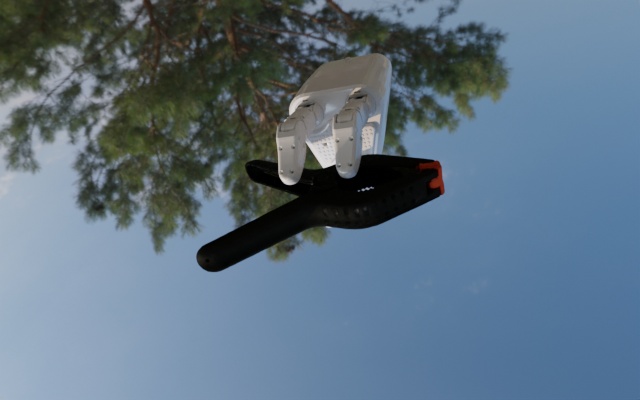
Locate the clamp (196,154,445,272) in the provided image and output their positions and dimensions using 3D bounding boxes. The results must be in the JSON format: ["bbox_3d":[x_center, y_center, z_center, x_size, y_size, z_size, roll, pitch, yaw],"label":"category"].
[{"bbox_3d":[0.001,0.002,0.422,0.210,0.036,0.164,-5,33,20],"label":"clamp"}]
